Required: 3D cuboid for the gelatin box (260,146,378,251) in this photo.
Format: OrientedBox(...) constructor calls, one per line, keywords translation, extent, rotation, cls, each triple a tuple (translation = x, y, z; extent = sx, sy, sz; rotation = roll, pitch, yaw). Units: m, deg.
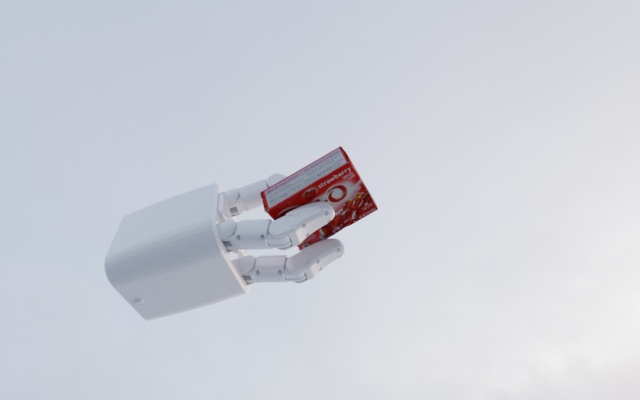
OrientedBox(translation=(0.000, 0.001, 0.449), extent=(0.089, 0.030, 0.073), rotation=(-30, -46, 6), cls="gelatin box")
